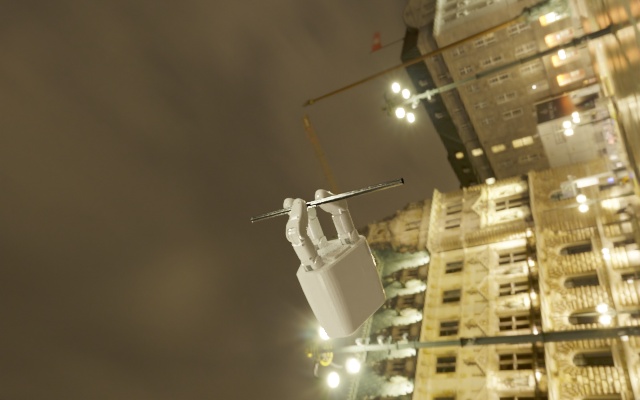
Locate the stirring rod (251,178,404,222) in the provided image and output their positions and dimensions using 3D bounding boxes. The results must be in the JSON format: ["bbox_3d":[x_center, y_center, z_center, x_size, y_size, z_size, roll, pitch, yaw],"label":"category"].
[{"bbox_3d":[0.000,0.002,0.643,0.239,0.011,0.011,-15,-8,31],"label":"stirring rod"}]
